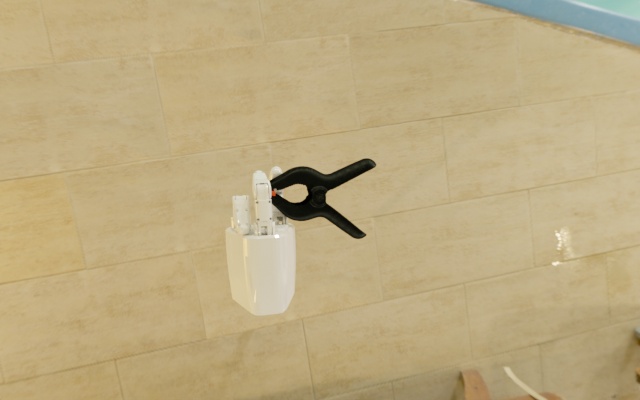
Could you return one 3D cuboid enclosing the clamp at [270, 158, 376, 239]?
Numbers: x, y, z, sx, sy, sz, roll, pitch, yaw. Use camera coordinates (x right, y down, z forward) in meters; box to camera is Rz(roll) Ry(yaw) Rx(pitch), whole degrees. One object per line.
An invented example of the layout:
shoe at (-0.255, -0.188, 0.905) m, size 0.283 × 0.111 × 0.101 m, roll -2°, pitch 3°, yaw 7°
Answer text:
clamp at (0.000, 0.002, 0.692) m, size 0.171 × 0.120 × 0.039 m, roll -4°, pitch 5°, yaw -12°
